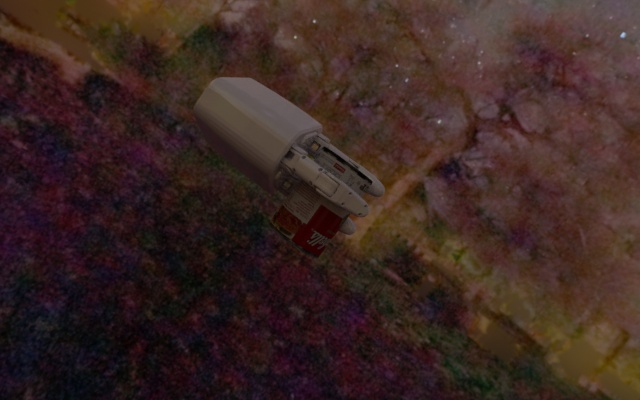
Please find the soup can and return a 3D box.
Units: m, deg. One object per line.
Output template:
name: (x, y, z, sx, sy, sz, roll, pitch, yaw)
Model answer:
soup can: (0.001, 0.002, 0.514, 0.068, 0.102, 0.068, 36, 4, -3)
